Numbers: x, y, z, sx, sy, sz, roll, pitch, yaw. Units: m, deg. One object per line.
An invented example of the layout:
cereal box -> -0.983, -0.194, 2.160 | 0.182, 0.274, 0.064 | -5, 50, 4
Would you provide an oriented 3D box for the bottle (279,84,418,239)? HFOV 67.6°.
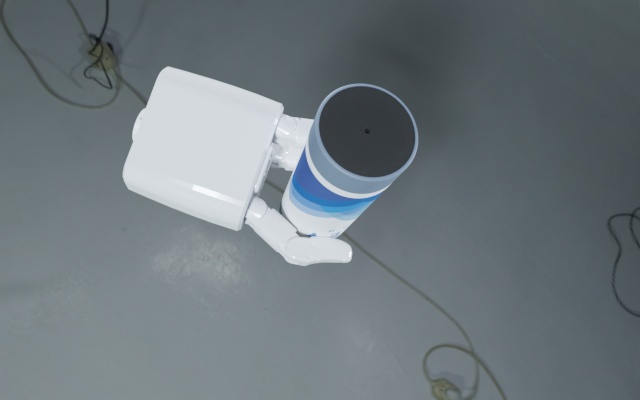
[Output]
bottle -> 0.000, 0.001, 0.430 | 0.069, 0.069, 0.296 | 0, -18, -12
